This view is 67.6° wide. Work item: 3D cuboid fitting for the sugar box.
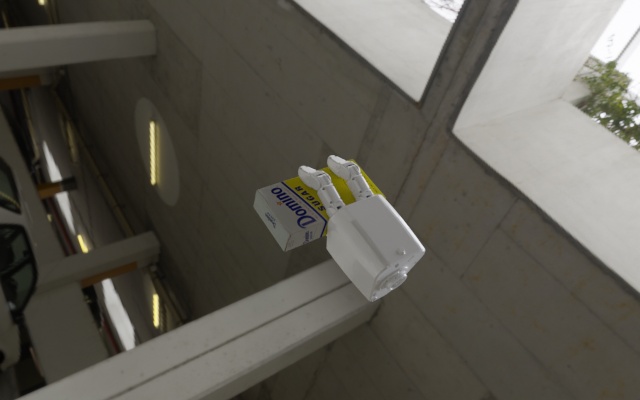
[{"bbox_3d":[0.000,0.002,0.711,0.176,0.093,0.048,-19,-33,-33],"label":"sugar box"}]
